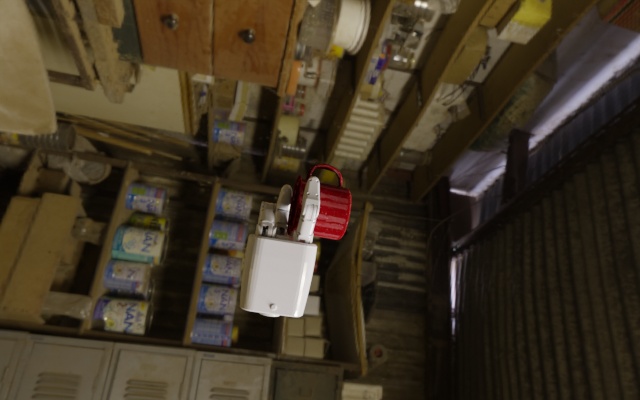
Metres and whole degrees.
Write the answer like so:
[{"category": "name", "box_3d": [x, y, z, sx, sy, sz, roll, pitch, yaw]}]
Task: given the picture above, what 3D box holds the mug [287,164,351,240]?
[{"category": "mug", "box_3d": [0.001, 0.001, 0.731, 0.081, 0.117, 0.093, 11, -1, -9]}]
